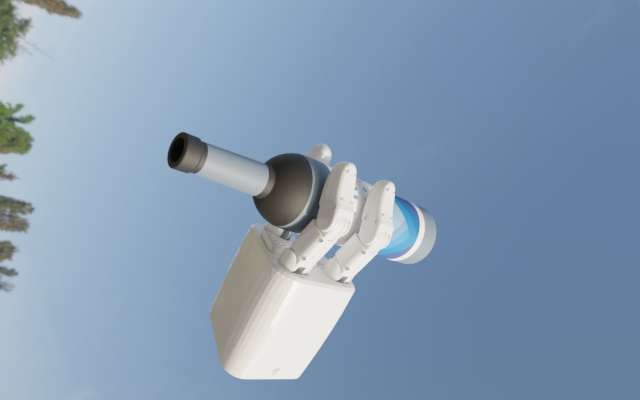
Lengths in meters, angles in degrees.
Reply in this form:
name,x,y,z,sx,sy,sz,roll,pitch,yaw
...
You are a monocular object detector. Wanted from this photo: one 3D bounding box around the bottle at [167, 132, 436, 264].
name,x,y,z,sx,sy,sz,roll,pitch,yaw
bottle,0.000,0.001,0.436,0.069,0.069,0.296,0,-15,45
